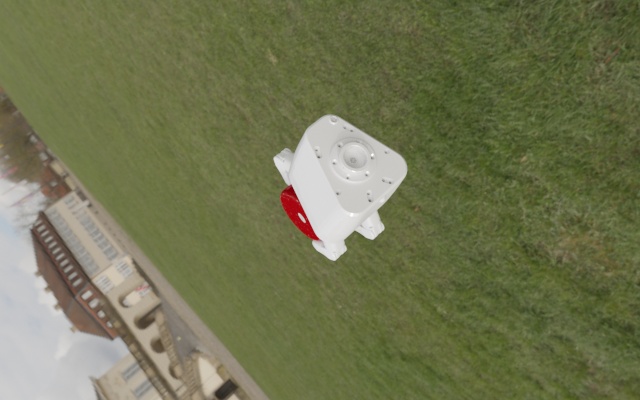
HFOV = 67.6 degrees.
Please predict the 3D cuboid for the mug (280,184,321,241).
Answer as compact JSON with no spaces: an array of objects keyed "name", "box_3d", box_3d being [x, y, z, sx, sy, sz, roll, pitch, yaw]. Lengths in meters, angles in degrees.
[{"name":"mug","box_3d":[0.000,0.003,0.636,0.081,0.093,0.117,-40,-8,-21]}]
